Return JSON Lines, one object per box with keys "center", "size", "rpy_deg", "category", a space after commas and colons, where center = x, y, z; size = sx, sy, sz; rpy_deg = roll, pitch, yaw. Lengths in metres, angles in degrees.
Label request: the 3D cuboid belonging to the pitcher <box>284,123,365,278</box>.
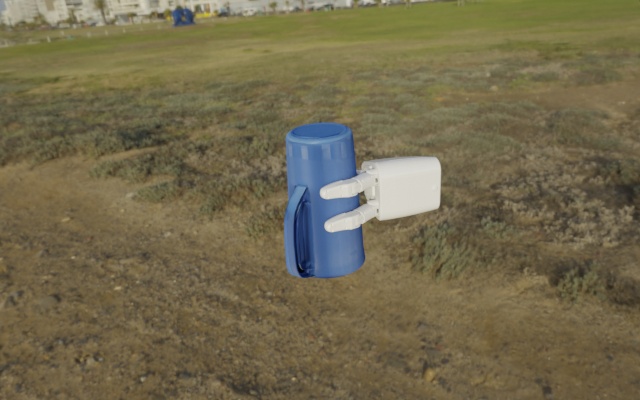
{"center": [0.000, 0.003, 0.796], "size": [0.145, 0.243, 0.149], "rpy_deg": [-8, 23, -8], "category": "pitcher"}
